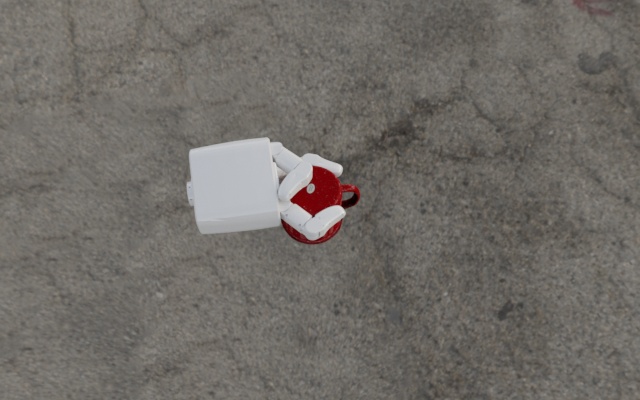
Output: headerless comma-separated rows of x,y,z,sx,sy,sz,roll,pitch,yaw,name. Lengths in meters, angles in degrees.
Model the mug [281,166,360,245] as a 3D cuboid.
0.002,0.002,0.680,0.117,0.093,0.081,-9,-28,-7,mug
